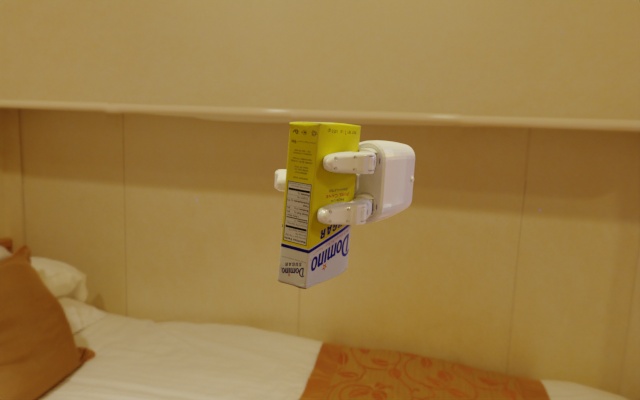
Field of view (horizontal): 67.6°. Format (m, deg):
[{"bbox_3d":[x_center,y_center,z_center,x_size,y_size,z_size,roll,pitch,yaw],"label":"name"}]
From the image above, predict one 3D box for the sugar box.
[{"bbox_3d":[0.001,0.002,0.535,0.048,0.176,0.093,8,10,32],"label":"sugar box"}]
